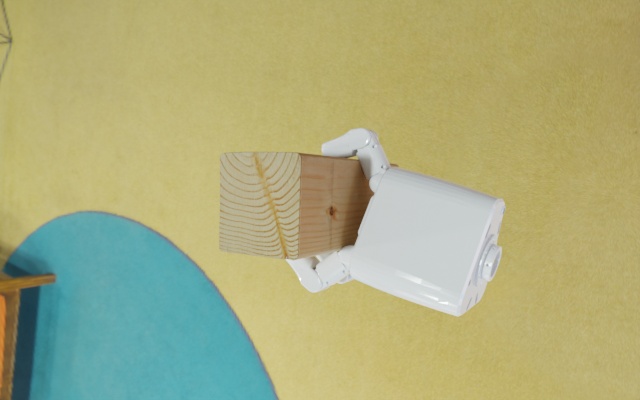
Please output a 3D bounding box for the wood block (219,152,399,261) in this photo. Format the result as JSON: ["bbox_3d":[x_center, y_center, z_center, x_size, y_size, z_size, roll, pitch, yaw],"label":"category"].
[{"bbox_3d":[0.000,0.001,0.494,0.090,0.091,0.206,3,2,32],"label":"wood block"}]
